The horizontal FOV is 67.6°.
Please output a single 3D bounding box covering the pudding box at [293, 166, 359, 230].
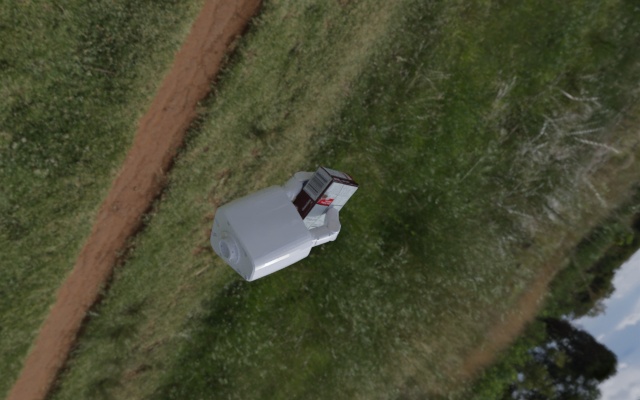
[{"bbox_3d":[0.000,0.003,0.784,0.039,0.113,0.090,48,19,25],"label":"pudding box"}]
